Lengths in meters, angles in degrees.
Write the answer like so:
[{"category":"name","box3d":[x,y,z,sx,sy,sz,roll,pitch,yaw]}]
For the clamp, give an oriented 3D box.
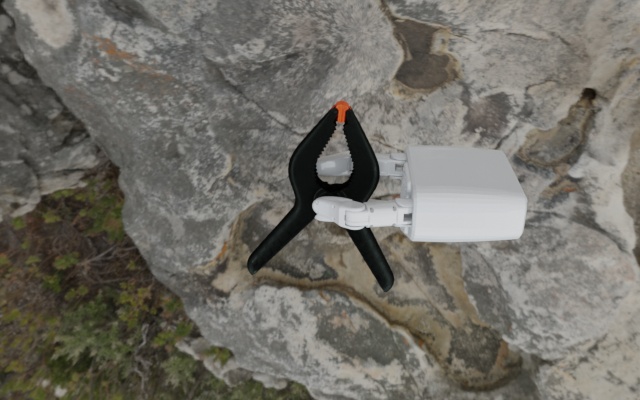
[{"category":"clamp","box3d":[0.000,0.001,0.506,0.164,0.210,0.036,0,20,2]}]
